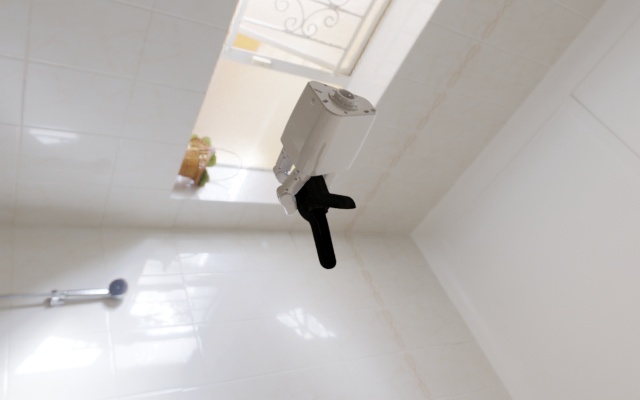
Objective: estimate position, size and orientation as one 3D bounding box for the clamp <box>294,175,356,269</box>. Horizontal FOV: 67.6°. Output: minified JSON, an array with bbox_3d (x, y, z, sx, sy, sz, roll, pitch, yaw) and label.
[{"bbox_3d":[0.001,0.002,0.706,0.039,0.120,0.171,1,43,-33],"label":"clamp"}]
